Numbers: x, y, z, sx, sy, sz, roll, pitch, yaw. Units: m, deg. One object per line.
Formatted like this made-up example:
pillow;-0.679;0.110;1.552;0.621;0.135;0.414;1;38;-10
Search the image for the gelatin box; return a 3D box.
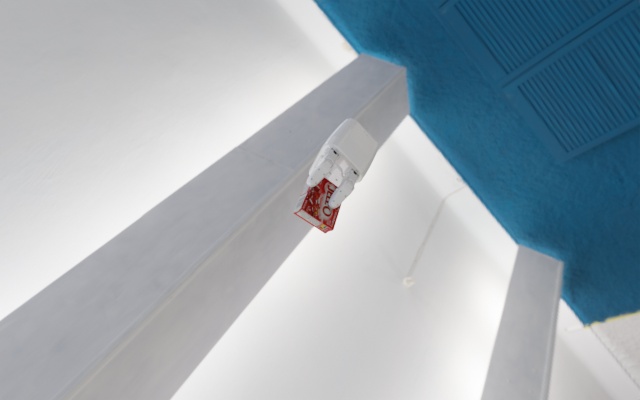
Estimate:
gelatin box;0.000;0.003;0.852;0.073;0.089;0.030;35;-36;-20
